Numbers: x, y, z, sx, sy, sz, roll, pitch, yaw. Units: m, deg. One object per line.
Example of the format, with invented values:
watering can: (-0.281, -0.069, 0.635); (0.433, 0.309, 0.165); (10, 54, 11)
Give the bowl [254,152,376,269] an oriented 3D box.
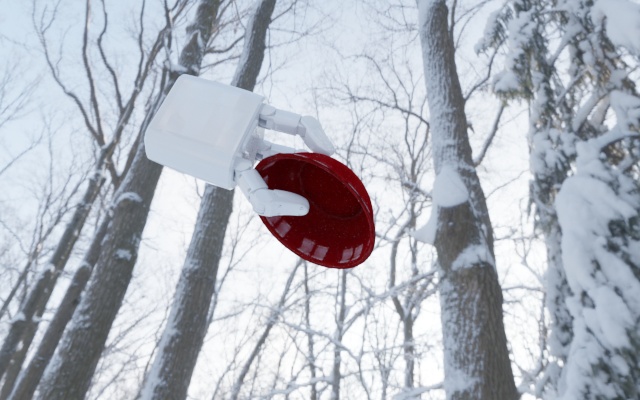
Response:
bowl: (0.001, 0.002, 0.547); (0.162, 0.162, 0.055); (0, 36, 38)
